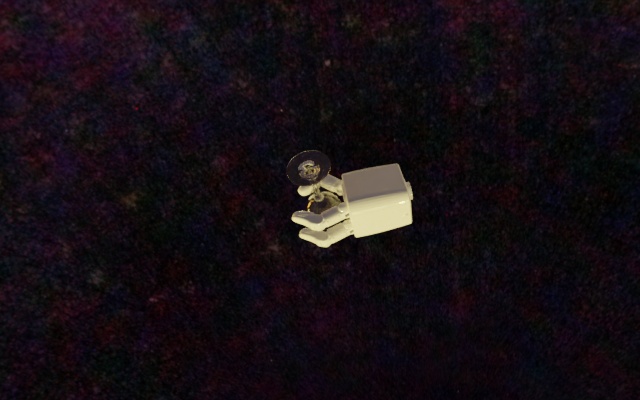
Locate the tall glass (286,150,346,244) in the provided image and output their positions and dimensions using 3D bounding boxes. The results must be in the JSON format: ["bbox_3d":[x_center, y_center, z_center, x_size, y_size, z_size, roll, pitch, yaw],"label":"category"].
[{"bbox_3d":[0.000,0.002,0.857,0.079,0.079,0.201,0,-35,13],"label":"tall glass"}]
